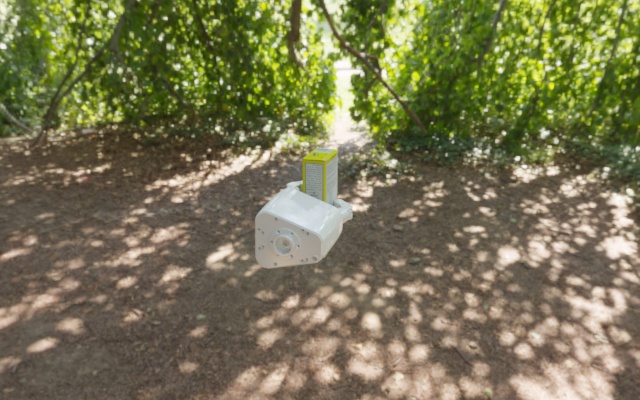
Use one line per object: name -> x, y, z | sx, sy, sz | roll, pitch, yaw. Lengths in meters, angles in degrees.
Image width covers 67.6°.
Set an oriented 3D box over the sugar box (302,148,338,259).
sugar box -> 0.000, 0.003, 0.840 | 0.048, 0.176, 0.093 | 8, 20, 15
